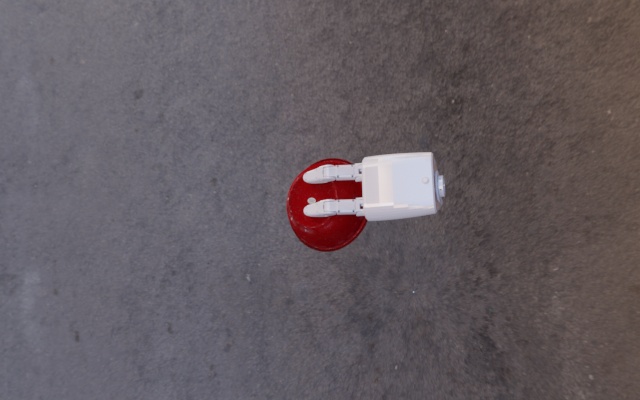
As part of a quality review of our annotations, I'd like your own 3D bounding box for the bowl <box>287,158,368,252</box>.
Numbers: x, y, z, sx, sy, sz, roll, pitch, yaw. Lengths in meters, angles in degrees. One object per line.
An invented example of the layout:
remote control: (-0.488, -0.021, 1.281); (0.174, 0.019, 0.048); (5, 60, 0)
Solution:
bowl: (-0.001, 0.003, 0.792); (0.162, 0.162, 0.055); (0, -9, 30)
